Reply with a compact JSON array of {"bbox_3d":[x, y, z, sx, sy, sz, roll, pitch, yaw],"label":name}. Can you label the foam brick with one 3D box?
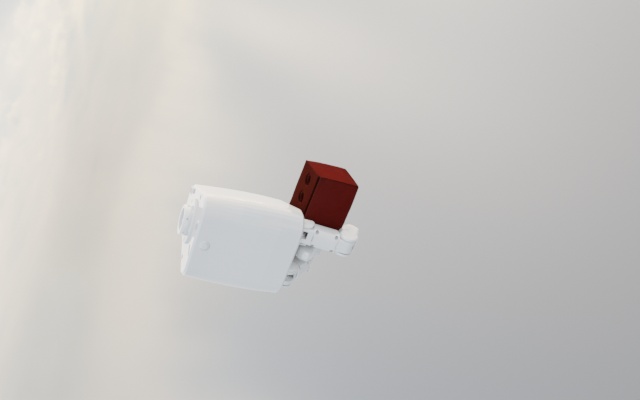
[{"bbox_3d":[0.000,0.001,0.542,0.051,0.078,0.053,14,20,-22],"label":"foam brick"}]
